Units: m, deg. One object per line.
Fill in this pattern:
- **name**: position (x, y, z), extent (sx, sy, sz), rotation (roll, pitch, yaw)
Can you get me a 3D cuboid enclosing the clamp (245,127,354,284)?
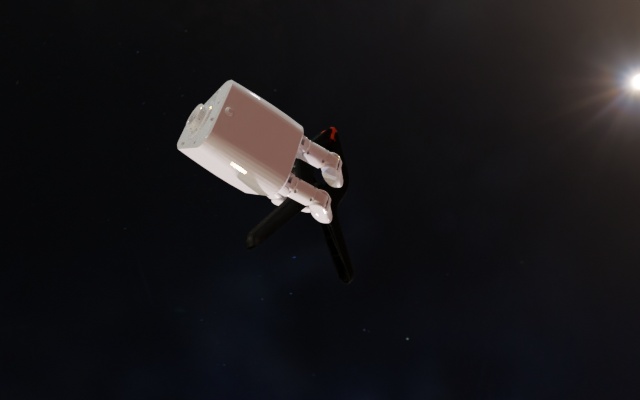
- **clamp**: position (0.000, 0.002, 0.644), extent (0.164, 0.210, 0.036), rotation (32, -28, -28)
